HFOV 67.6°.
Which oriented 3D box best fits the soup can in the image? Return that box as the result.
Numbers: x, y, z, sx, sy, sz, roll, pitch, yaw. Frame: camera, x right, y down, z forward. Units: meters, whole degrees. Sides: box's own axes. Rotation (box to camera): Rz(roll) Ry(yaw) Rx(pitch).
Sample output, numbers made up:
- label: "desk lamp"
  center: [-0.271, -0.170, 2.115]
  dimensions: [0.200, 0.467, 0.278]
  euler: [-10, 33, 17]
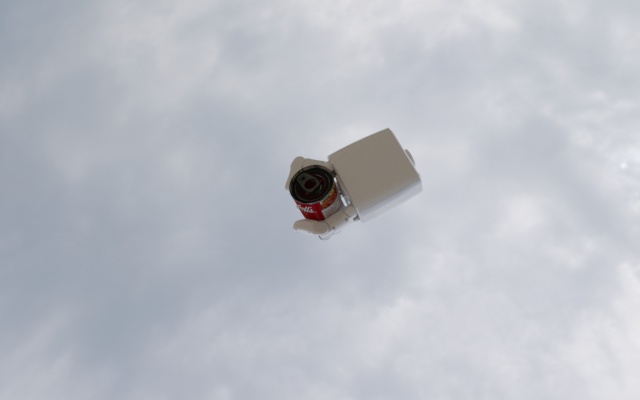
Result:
- label: "soup can"
  center: [0.000, 0.003, 0.726]
  dimensions: [0.068, 0.068, 0.102]
  euler: [0, -32, 18]
